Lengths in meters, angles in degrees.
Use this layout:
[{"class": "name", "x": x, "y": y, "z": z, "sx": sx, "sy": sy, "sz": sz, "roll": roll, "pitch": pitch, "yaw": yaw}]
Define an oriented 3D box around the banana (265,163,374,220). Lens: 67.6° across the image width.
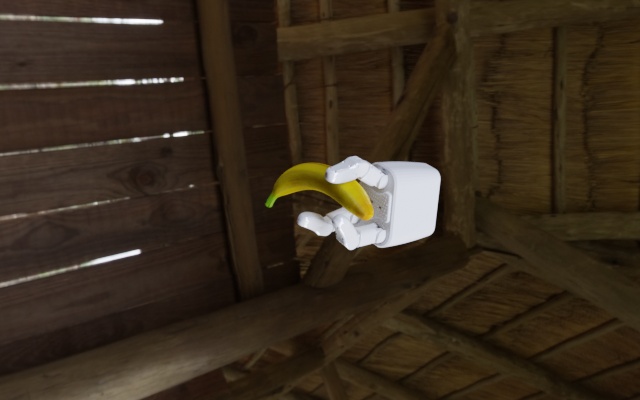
[{"class": "banana", "x": -0.001, "y": -0.017, "z": 0.652, "sx": 0.037, "sy": 0.069, "sz": 0.198, "roll": 2, "pitch": 3, "yaw": -44}]
